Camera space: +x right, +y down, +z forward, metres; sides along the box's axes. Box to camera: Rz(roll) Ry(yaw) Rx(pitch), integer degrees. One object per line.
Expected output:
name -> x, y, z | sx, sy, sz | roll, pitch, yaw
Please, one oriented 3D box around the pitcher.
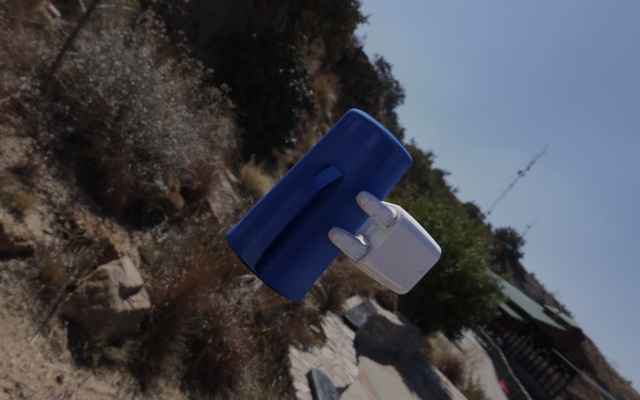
pitcher -> 0.000, 0.002, 0.614 | 0.145, 0.243, 0.149 | 39, 5, -31
